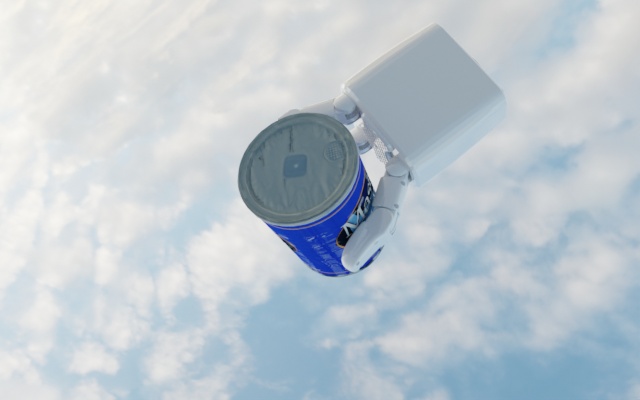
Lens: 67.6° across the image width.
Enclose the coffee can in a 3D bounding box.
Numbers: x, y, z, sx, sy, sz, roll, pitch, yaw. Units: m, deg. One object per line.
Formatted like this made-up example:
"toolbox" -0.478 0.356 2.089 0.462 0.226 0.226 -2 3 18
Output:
"coffee can" 0.000 0.002 0.441 0.103 0.102 0.140 0 -25 19
